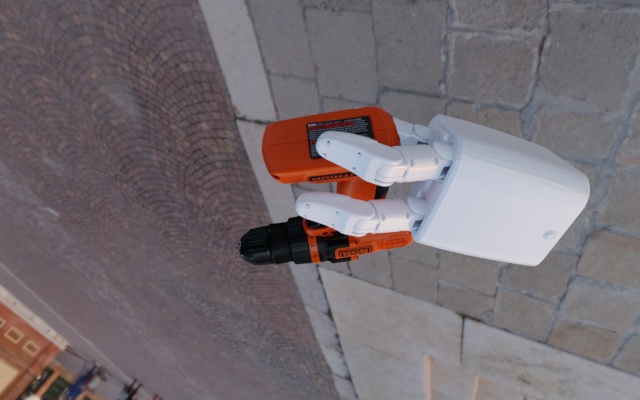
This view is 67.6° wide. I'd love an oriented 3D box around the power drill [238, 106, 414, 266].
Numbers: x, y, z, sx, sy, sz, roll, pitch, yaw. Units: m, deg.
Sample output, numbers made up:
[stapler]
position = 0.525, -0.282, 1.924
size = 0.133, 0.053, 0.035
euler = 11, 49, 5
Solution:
[power drill]
position = 0.000, 0.001, 0.438
size = 0.184, 0.057, 0.188
euler = -10, -30, 0
